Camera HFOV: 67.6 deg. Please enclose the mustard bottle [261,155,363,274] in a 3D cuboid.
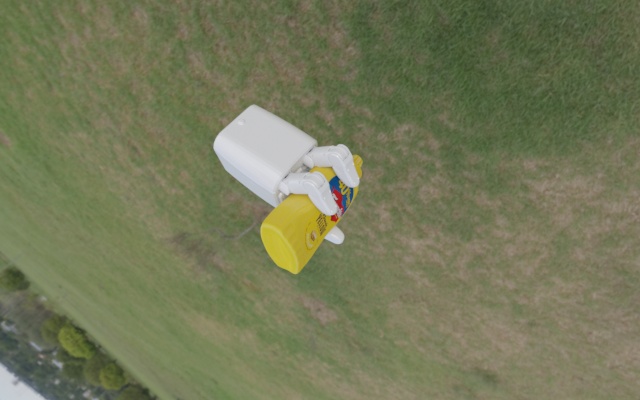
[{"bbox_3d":[0.000,0.002,0.652,0.058,0.096,0.191,20,54,31],"label":"mustard bottle"}]
